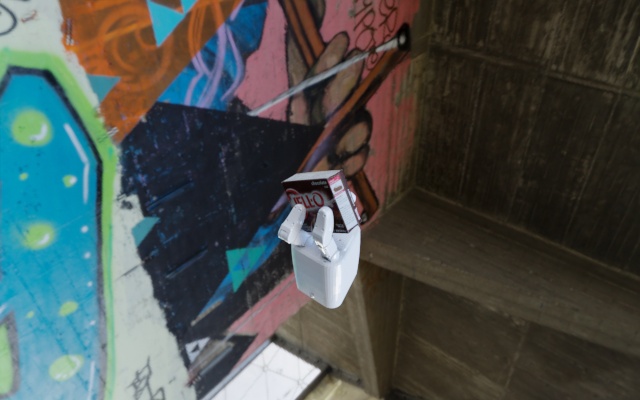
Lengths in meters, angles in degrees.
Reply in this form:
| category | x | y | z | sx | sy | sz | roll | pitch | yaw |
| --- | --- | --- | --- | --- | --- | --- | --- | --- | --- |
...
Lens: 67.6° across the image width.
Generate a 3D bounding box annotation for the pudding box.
| category | x | y | z | sx | sy | sz | roll | pitch | yaw |
| --- | --- | --- | --- | --- | --- | --- | --- | --- | --- |
| pudding box | 0.000 | 0.002 | 0.724 | 0.113 | 0.090 | 0.039 | -4 | 25 | 48 |
